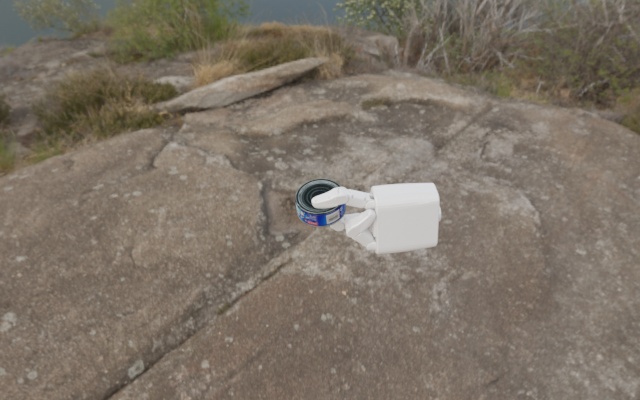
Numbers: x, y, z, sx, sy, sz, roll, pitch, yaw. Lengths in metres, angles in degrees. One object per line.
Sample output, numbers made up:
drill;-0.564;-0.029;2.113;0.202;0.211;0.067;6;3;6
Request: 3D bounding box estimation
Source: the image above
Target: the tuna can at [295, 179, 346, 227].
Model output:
tuna can;0.000;0.002;0.812;0.086;0.086;0.034;0;-43;7
